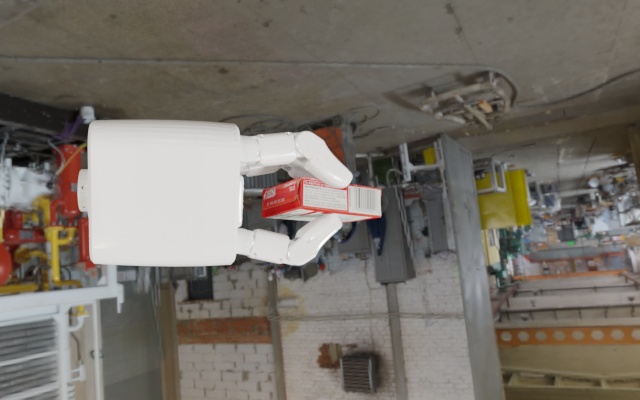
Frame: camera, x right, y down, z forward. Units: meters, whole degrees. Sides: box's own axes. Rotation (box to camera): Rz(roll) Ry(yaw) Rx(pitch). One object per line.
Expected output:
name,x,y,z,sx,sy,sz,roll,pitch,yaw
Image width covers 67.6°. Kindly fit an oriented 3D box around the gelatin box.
gelatin box,0.000,0.002,0.443,0.089,0.030,0.073,7,-11,-31
